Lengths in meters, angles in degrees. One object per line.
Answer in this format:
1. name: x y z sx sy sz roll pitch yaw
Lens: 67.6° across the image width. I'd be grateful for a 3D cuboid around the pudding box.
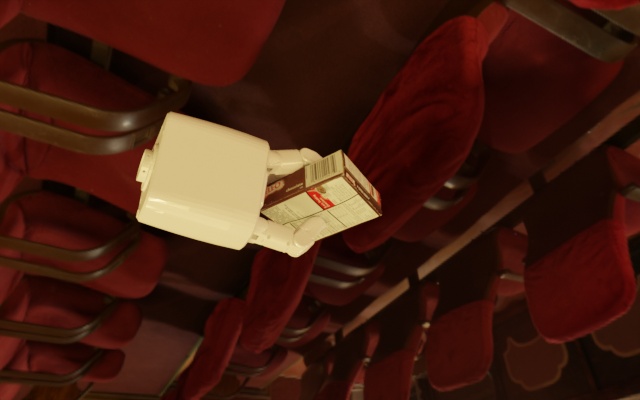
1. pudding box: 0.000 0.002 0.544 0.113 0.039 0.090 -22 -42 25
